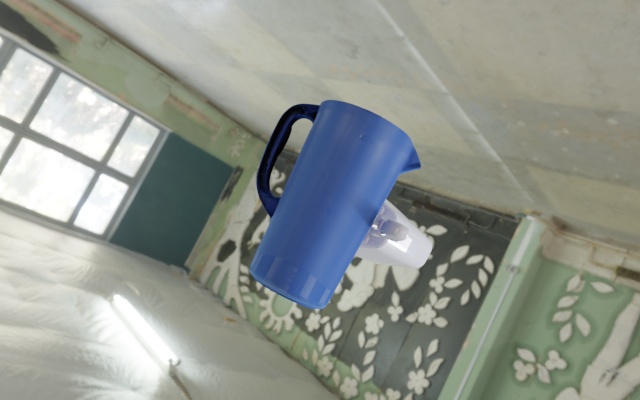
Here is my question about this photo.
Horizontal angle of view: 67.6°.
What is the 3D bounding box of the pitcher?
[{"bbox_3d":[0.000,0.002,0.605,0.145,0.243,0.149,31,-6,-40],"label":"pitcher"}]
